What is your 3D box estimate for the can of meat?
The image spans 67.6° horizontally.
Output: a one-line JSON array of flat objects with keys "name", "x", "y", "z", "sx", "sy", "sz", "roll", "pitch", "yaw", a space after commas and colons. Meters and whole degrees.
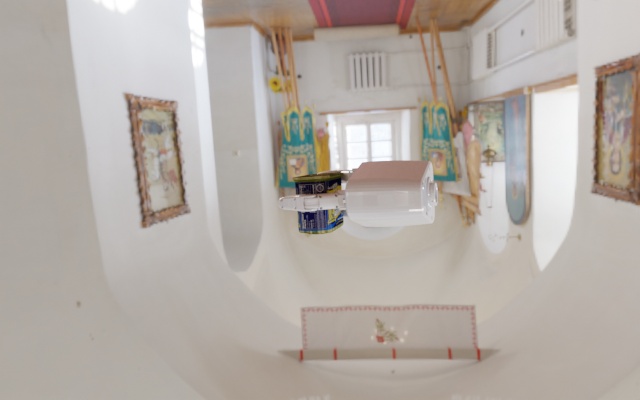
[{"name": "can of meat", "x": 0.000, "y": 0.003, "z": 0.726, "sx": 0.057, "sy": 0.084, "sz": 0.102, "roll": -2, "pitch": 6, "yaw": 19}]
